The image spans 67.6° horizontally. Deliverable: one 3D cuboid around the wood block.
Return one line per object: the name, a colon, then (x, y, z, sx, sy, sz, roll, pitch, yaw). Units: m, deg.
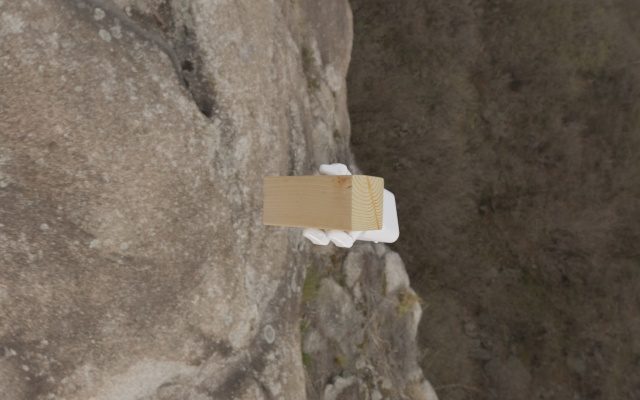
wood block: (0.001, 0.002, 0.842, 0.206, 0.091, 0.090, 1, -1, 41)
